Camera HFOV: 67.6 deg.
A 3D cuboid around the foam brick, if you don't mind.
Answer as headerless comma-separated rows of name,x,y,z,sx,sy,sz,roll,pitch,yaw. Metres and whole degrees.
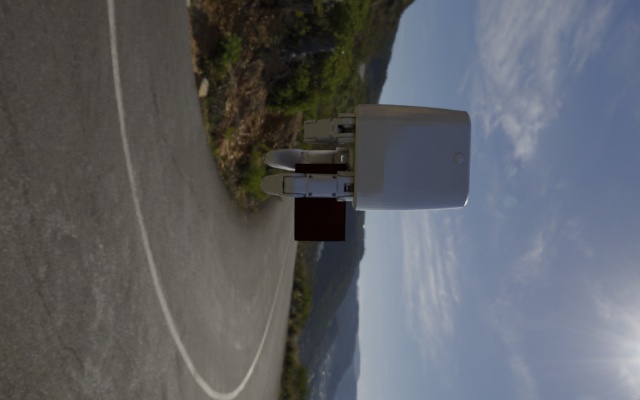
foam brick,0.000,0.002,0.484,0.051,0.078,0.053,1,2,0
